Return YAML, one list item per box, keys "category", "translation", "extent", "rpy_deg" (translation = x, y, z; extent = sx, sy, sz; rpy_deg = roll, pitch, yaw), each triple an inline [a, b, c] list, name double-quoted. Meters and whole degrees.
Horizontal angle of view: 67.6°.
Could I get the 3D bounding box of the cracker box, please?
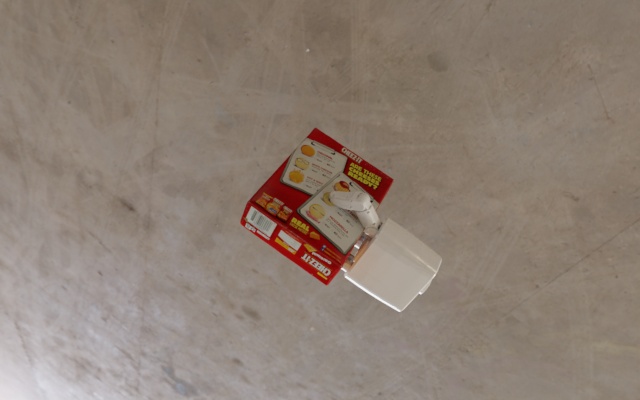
- category: "cracker box"
  translation: [0.000, 0.002, 0.756]
  extent: [0.164, 0.213, 0.072]
  rpy_deg: [34, -42, 2]
